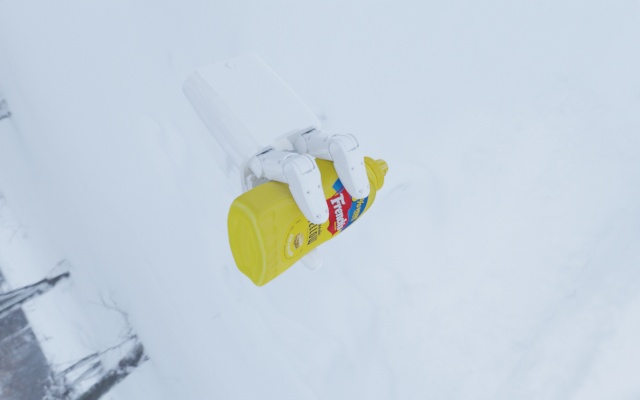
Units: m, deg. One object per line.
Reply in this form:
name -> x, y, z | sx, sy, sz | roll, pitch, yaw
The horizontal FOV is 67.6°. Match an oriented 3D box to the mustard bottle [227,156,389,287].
mustard bottle -> 0.000, 0.002, 0.476 | 0.191, 0.096, 0.058 | -31, 49, -34
